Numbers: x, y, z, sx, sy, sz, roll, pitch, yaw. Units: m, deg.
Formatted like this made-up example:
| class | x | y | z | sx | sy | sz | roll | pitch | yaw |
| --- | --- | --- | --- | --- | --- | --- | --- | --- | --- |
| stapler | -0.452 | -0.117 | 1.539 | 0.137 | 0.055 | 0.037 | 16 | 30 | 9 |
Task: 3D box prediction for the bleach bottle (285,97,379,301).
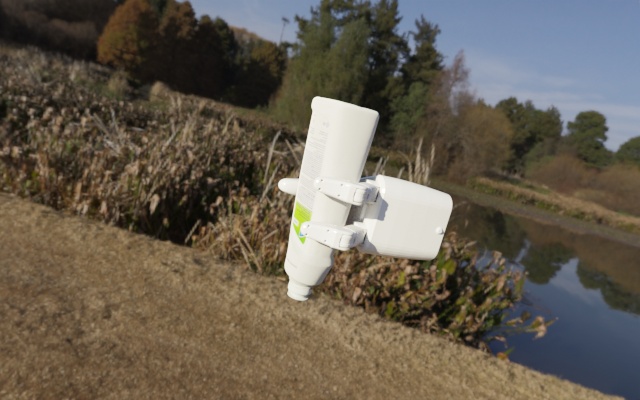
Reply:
| class | x | y | z | sx | sy | sz | roll | pitch | yaw |
| --- | --- | --- | --- | --- | --- | --- | --- | --- | --- |
| bleach bottle | 0.000 | 0.002 | 0.602 | 0.068 | 0.251 | 0.102 | 11 | 11 | -22 |
